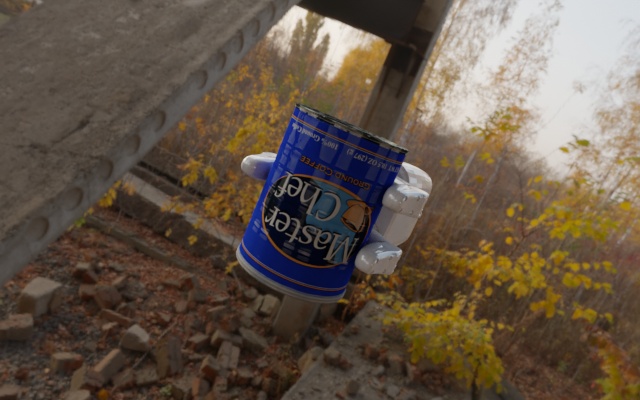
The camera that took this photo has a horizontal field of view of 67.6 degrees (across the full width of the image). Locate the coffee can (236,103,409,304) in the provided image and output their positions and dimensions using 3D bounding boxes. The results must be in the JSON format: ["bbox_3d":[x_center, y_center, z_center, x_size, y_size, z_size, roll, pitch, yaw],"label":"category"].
[{"bbox_3d":[0.000,0.001,0.411,0.103,0.140,0.102,22,11,-5],"label":"coffee can"}]
